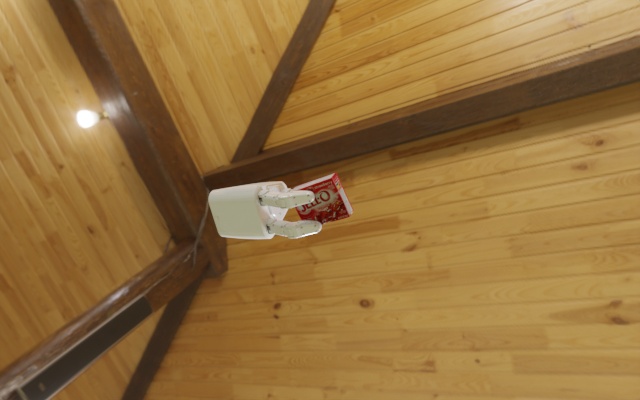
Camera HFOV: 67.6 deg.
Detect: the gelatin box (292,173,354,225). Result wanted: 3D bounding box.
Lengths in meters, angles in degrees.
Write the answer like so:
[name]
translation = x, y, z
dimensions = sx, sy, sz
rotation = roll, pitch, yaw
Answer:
[gelatin box]
translation = 0.001, 0.002, 0.799
dimensions = 0.089, 0.073, 0.030
rotation = -18, 16, 26
